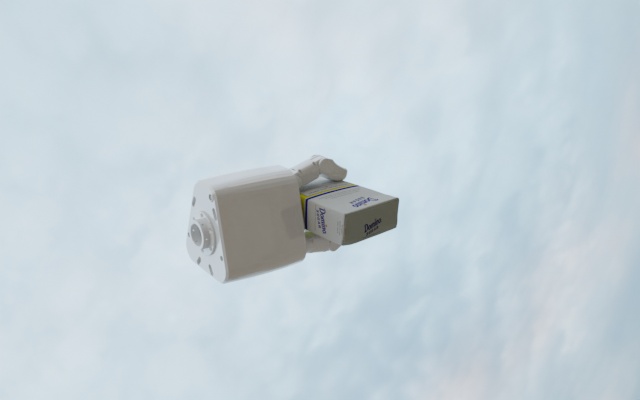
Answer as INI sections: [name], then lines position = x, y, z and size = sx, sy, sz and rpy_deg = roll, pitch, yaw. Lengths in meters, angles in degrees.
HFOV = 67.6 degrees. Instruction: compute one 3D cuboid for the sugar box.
[sugar box]
position = 0.000, 0.002, 0.594
size = 0.093, 0.048, 0.176
rpy_deg = -15, 27, -39
